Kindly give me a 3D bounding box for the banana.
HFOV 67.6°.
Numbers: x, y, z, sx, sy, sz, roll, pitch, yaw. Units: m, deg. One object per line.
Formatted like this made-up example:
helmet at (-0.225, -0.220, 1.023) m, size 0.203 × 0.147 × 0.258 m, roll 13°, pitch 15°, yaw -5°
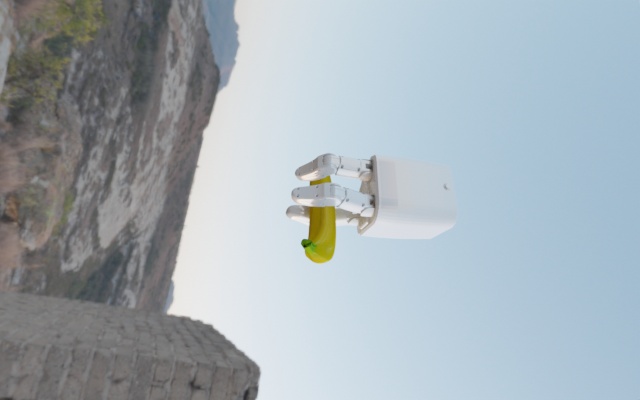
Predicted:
banana at (0.001, 0.019, 0.616) m, size 0.037 × 0.070 × 0.197 m, roll -2°, pitch 34°, yaw 3°
